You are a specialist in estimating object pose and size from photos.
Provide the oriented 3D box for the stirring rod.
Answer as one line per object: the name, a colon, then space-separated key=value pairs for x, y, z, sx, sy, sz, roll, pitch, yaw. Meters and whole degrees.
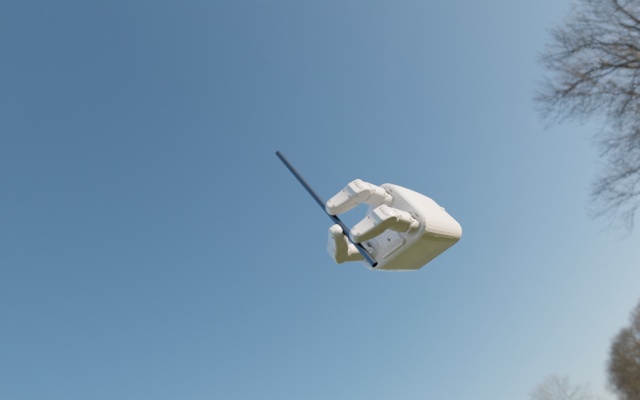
stirring rod: x=0.000 y=0.002 z=0.615 sx=0.011 sy=0.011 sz=0.239 roll=0 pitch=36 yaw=-39
